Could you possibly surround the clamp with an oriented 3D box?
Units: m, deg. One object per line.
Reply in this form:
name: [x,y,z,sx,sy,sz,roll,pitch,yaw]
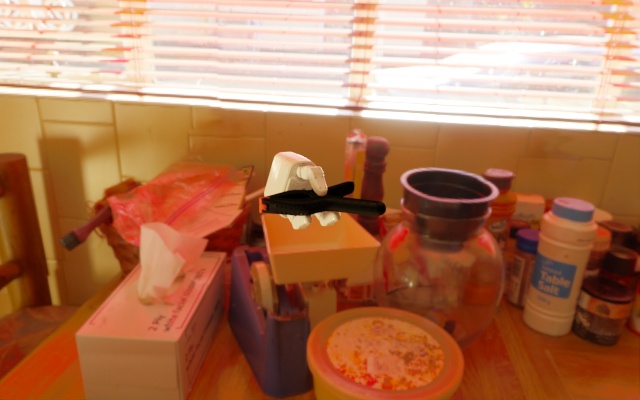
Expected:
clamp: [0.000,0.002,0.838,0.210,0.036,0.164,-6,17,-22]
